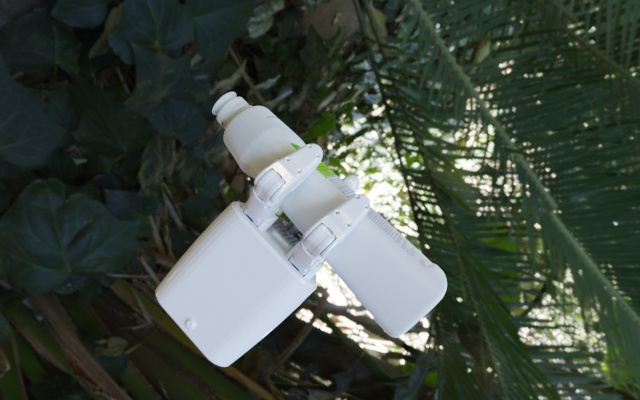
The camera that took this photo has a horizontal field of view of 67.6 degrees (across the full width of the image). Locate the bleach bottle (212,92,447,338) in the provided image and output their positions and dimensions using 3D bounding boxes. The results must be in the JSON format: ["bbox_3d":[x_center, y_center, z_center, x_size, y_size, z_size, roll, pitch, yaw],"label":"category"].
[{"bbox_3d":[0.000,0.001,0.425,0.068,0.251,0.102,-45,-8,8],"label":"bleach bottle"}]
